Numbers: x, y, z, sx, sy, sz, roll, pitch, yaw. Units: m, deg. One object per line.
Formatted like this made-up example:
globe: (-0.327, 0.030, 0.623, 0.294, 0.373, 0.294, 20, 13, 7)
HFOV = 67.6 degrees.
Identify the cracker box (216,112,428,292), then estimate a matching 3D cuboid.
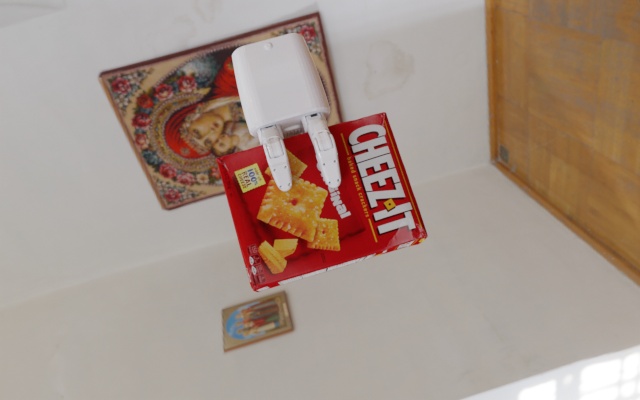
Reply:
cracker box: (0.000, 0.002, 0.580, 0.213, 0.164, 0.072, -16, -10, -4)
